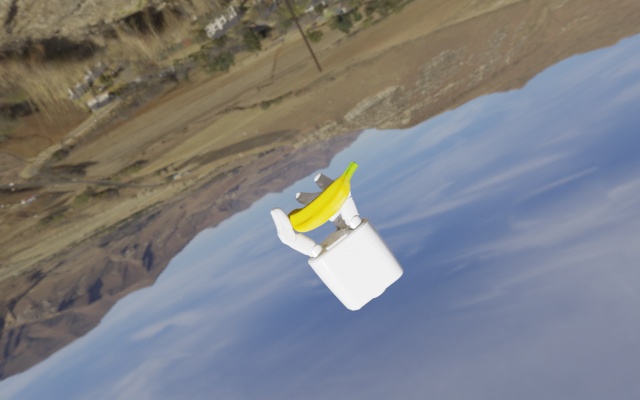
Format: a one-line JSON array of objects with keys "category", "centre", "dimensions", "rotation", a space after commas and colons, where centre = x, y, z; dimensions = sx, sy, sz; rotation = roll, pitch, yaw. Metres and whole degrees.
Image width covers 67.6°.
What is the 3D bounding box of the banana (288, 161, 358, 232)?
[{"category": "banana", "centre": [-0.007, 0.013, 0.716], "dimensions": [0.198, 0.037, 0.069], "rotation": [-36, 15, 50]}]
